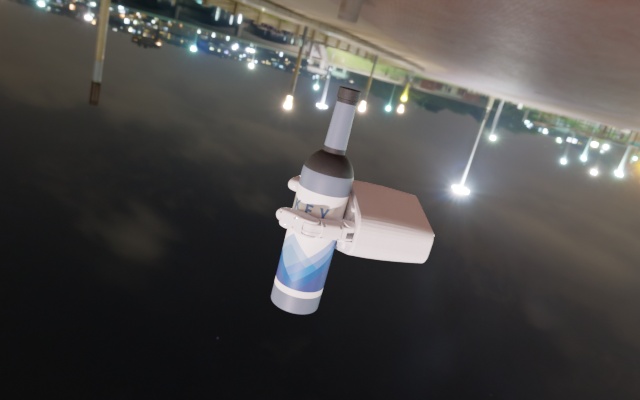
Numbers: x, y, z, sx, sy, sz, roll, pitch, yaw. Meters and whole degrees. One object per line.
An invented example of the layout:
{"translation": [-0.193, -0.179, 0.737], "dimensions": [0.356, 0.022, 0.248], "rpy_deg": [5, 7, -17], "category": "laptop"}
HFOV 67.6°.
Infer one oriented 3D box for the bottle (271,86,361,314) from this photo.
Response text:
{"translation": [0.000, 0.002, 0.617], "dimensions": [0.069, 0.296, 0.069], "rpy_deg": [14, 16, -4], "category": "bottle"}
